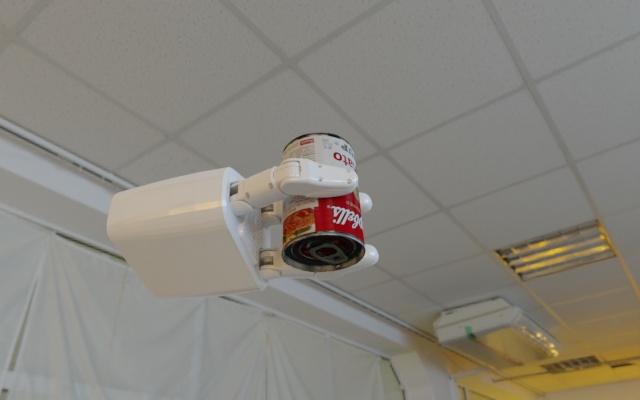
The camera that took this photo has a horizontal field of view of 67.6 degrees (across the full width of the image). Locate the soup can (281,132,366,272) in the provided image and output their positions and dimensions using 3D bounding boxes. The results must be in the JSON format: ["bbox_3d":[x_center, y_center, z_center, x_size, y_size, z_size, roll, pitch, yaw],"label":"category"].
[{"bbox_3d":[0.001,0.001,0.410,0.068,0.102,0.068,-2,-33,-2],"label":"soup can"}]
